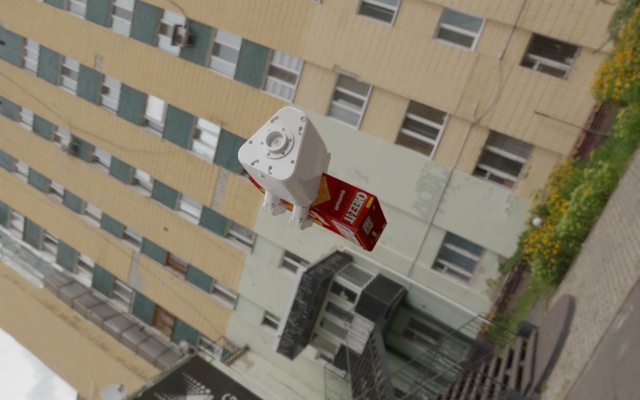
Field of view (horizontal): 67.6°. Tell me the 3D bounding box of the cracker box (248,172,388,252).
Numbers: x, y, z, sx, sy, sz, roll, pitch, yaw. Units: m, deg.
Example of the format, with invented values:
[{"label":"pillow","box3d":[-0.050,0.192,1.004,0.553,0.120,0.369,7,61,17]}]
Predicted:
[{"label":"cracker box","box3d":[0.000,0.003,0.836,0.213,0.072,0.164,26,-9,20]}]
